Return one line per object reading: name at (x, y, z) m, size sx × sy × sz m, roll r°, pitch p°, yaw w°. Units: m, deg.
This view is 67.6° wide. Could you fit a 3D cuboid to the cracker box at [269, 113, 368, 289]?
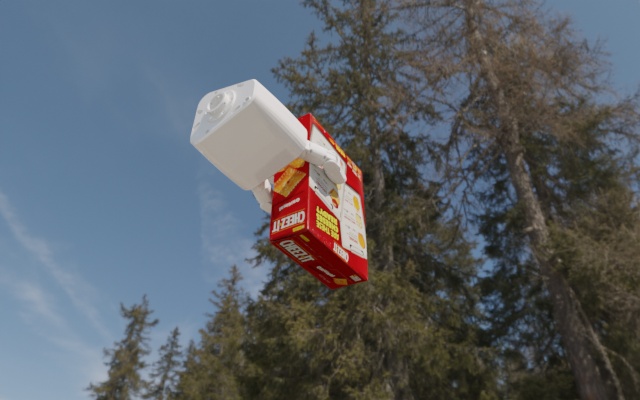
cracker box at (0.000, 0.002, 0.719) m, size 0.072 × 0.213 × 0.164 m, roll -20°, pitch -42°, yaw 26°
